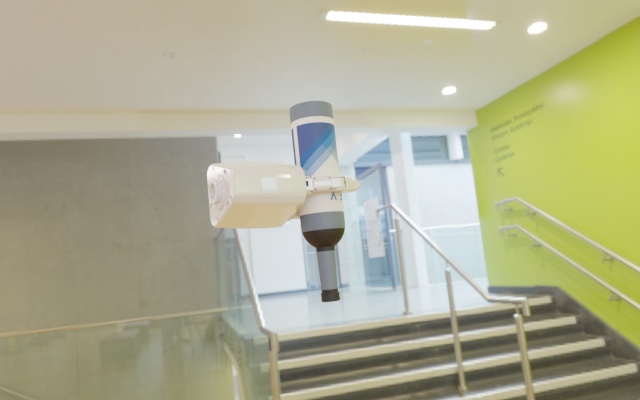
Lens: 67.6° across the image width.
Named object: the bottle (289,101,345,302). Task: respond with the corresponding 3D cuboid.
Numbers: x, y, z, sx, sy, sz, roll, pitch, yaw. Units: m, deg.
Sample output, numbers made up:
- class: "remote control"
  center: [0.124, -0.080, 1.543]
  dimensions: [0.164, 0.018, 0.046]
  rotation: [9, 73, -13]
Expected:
- class: "bottle"
  center: [0.000, 0.002, 0.718]
  dimensions: [0.069, 0.295, 0.069]
  rotation: [-6, -7, -1]
